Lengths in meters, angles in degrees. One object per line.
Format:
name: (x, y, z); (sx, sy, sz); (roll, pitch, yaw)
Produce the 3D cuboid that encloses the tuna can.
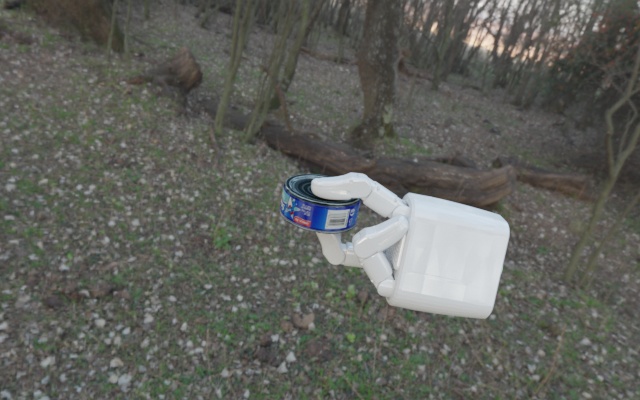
tuna can: (0.000, 0.001, 0.517); (0.086, 0.034, 0.086); (9, 23, -4)
